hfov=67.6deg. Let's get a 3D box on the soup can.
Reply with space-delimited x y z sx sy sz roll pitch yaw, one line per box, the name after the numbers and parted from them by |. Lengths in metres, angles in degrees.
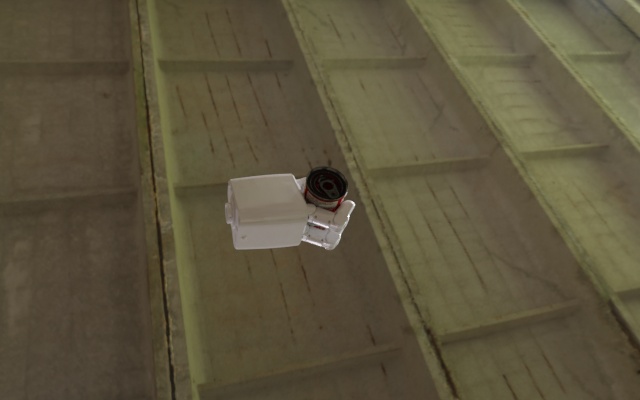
0.001 0.003 0.783 0.068 0.068 0.102 0 -37 -15 | soup can
